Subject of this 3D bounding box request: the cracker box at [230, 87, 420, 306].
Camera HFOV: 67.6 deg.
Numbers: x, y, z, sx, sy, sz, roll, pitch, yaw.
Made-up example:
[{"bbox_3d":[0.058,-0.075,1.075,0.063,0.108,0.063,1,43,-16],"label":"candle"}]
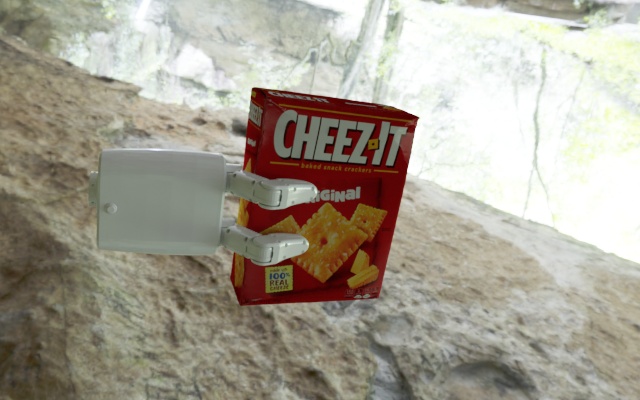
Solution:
[{"bbox_3d":[0.000,0.002,0.504,0.164,0.214,0.072,3,19,-22],"label":"cracker box"}]
